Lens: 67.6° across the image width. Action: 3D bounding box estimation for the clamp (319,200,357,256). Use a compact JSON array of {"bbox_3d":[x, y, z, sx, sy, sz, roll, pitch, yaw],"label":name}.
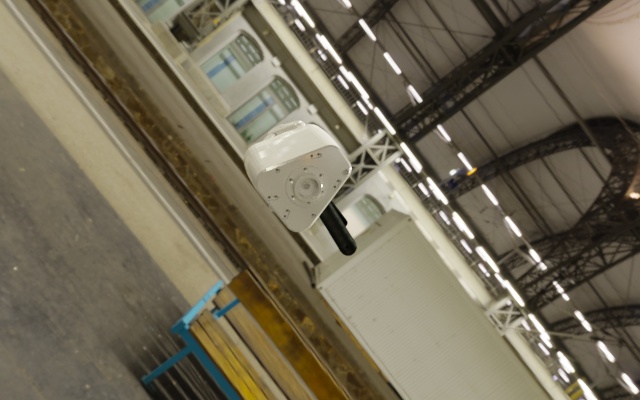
[{"bbox_3d":[0.001,0.002,0.690,0.039,0.171,0.120,-37,25,1],"label":"clamp"}]
